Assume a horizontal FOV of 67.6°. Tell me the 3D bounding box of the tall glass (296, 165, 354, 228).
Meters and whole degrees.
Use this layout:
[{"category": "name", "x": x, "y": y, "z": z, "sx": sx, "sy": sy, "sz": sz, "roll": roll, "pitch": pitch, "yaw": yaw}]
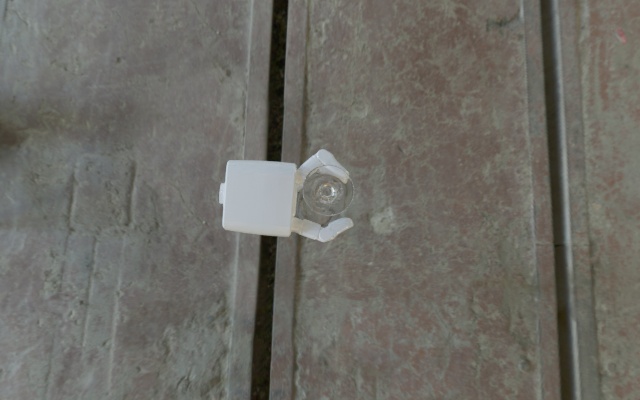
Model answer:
[{"category": "tall glass", "x": 0.000, "y": 0.002, "z": 0.774, "sx": 0.079, "sy": 0.079, "sz": 0.201, "roll": 0, "pitch": -10, "yaw": -6}]
